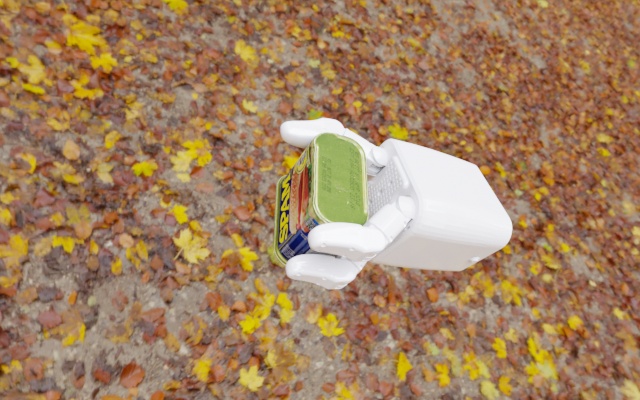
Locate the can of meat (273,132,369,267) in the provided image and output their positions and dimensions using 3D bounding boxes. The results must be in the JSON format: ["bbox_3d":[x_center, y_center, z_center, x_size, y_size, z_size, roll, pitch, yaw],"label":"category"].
[{"bbox_3d":[0.000,0.001,0.428,0.057,0.102,0.084,14,-34,-21],"label":"can of meat"}]
